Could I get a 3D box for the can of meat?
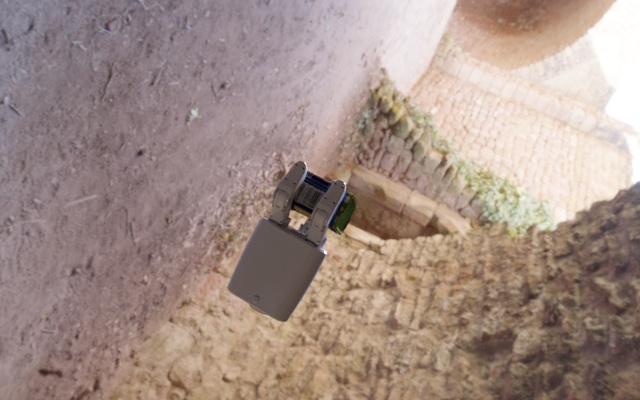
[{"bbox_3d":[0.000,0.002,0.648,0.084,0.057,0.102,28,-5,11],"label":"can of meat"}]
